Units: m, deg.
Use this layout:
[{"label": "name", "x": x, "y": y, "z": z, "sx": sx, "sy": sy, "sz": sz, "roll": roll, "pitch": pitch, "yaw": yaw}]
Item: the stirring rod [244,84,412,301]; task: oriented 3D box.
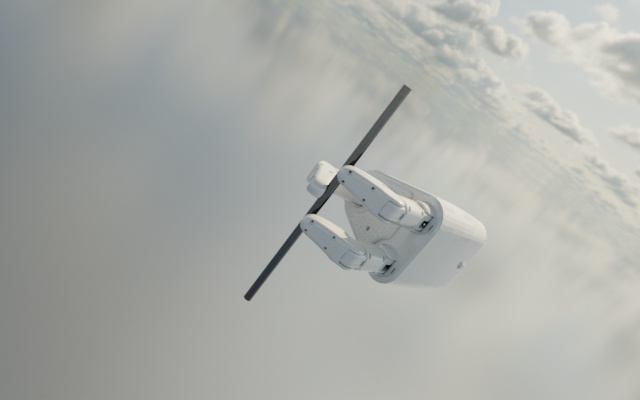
[{"label": "stirring rod", "x": 0.000, "y": 0.001, "z": 0.415, "sx": 0.011, "sy": 0.239, "sz": 0.011, "roll": 33, "pitch": 18, "yaw": -13}]
